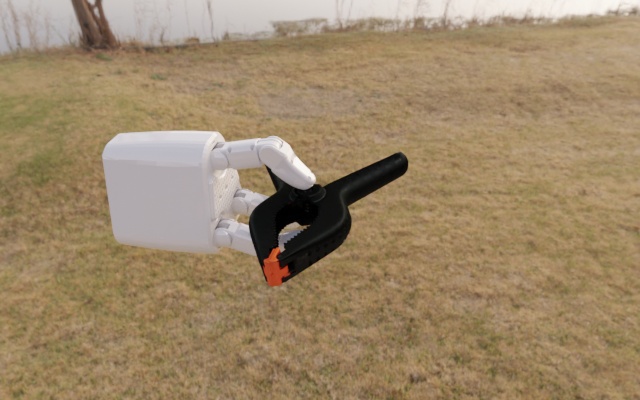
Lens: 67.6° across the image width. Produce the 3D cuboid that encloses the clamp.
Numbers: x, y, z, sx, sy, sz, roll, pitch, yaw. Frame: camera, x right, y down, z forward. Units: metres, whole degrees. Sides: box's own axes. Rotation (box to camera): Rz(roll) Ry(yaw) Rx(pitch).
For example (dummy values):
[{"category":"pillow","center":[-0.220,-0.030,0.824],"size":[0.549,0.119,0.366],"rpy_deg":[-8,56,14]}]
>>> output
[{"category":"clamp","center":[0.000,0.001,0.460],"size":[0.164,0.036,0.209],"rpy_deg":[0,33,11]}]
